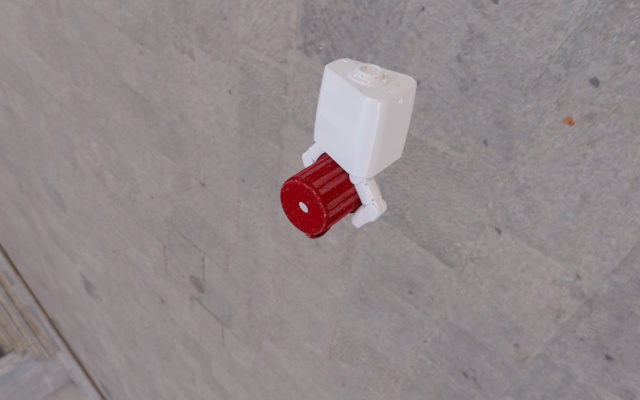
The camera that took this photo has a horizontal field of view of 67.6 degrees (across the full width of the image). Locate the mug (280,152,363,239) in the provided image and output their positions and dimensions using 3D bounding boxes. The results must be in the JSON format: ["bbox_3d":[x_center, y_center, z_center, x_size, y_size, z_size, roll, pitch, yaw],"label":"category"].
[{"bbox_3d":[0.000,0.003,0.636,0.093,0.117,0.081,31,44,27],"label":"mug"}]
